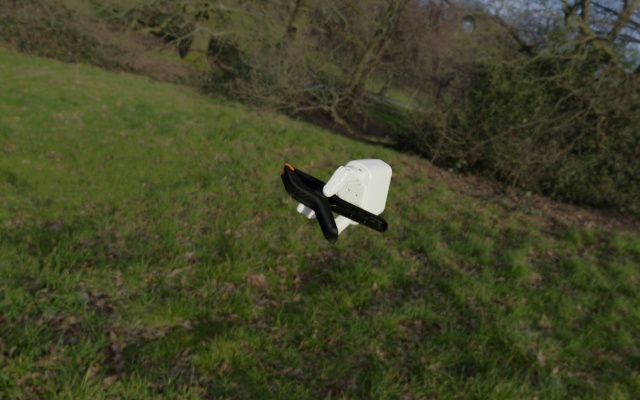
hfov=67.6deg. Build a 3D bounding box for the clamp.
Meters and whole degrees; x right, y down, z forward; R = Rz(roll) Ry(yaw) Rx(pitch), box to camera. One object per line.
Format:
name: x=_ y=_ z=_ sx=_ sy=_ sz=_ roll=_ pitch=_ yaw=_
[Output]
clamp: x=0.000 y=0.002 z=0.818 sx=0.210 sy=0.036 sz=0.164 roll=36 pitch=23 yaw=23
